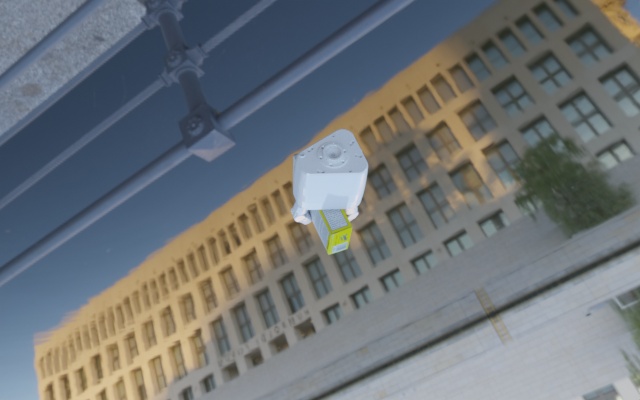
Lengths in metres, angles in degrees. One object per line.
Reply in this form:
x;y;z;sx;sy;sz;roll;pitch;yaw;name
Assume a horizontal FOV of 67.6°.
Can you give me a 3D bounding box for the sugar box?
0.001;0.003;0.876;0.048;0.176;0.093;-17;-27;-13;sugar box
